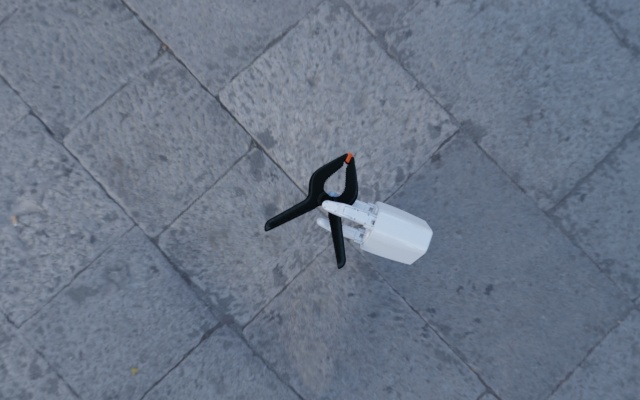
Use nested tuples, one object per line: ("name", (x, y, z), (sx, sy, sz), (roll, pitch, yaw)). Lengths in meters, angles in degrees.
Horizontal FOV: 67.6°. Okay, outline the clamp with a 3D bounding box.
("clamp", (0.001, 0.002, 0.890), (0.164, 0.210, 0.036), (20, -6, 0))
